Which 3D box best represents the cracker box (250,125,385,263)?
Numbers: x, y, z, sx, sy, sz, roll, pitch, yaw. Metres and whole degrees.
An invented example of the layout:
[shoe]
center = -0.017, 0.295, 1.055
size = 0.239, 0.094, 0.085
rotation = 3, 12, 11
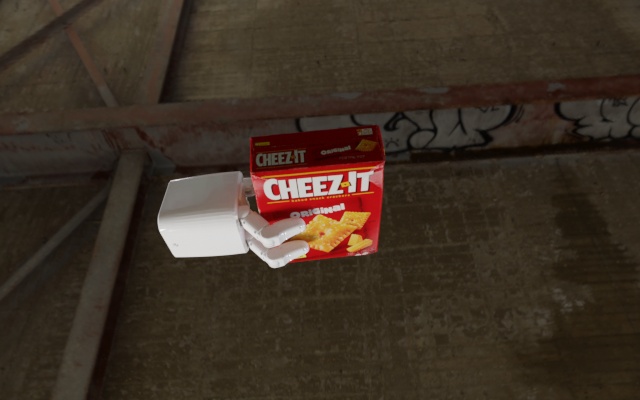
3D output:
[cracker box]
center = 0.000, 0.002, 0.659
size = 0.164, 0.072, 0.214
rotation = -6, -37, -1
